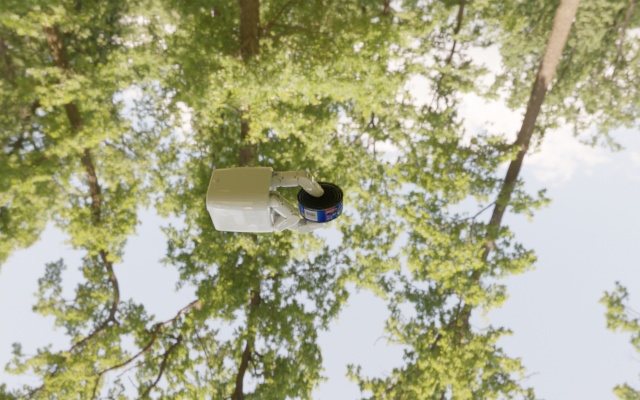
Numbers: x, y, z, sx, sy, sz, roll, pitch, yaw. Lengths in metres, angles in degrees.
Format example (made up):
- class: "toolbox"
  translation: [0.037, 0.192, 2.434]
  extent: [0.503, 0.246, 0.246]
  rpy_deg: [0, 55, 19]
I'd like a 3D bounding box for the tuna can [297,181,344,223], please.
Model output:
- class: "tuna can"
  translation: [0.000, 0.003, 0.884]
  extent: [0.086, 0.034, 0.086]
  rpy_deg: [-2, 38, 2]
